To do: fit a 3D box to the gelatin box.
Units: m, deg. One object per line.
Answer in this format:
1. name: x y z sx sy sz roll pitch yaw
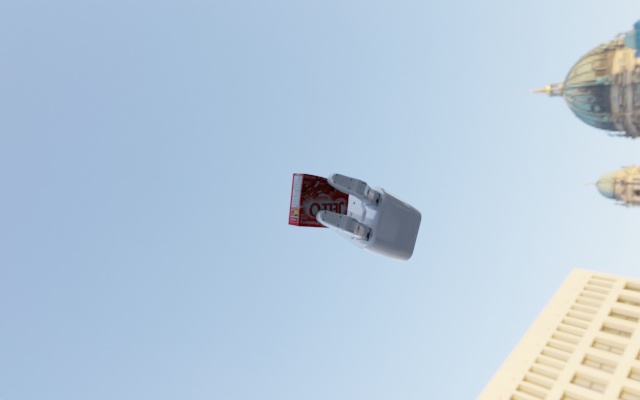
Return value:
1. gelatin box: 0.000 0.002 0.679 0.089 0.073 0.030 6 -1 -37
